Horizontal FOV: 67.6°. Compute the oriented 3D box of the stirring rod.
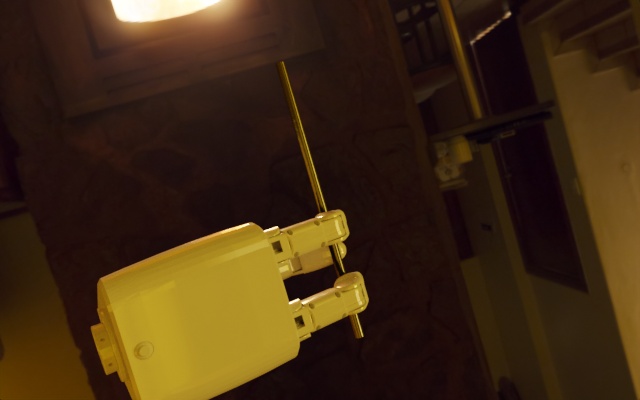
[{"bbox_3d":[0.000,0.001,0.403,0.011,0.239,0.011,-16,3,1],"label":"stirring rod"}]
